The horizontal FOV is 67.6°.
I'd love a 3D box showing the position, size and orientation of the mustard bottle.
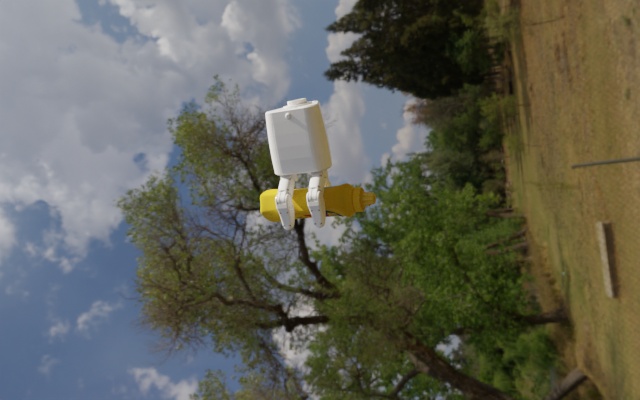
[{"bbox_3d":[0.000,0.003,0.821,0.191,0.058,0.096,-5,-8,20],"label":"mustard bottle"}]
